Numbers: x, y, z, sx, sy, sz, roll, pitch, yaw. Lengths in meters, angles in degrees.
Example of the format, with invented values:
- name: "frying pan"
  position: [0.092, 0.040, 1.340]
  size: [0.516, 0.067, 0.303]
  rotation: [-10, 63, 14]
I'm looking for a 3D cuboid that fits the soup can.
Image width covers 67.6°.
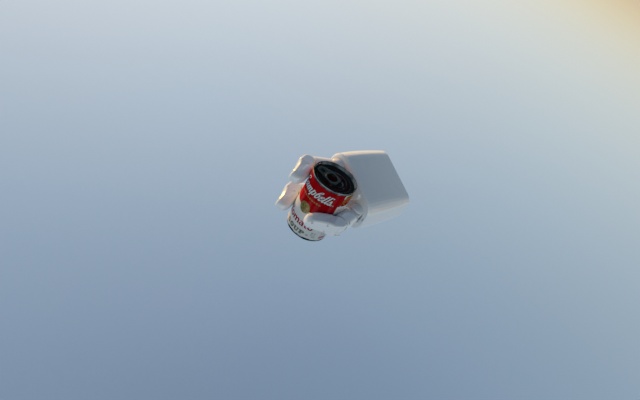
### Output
- name: "soup can"
  position: [0.000, 0.003, 0.693]
  size: [0.068, 0.068, 0.102]
  rotation: [0, -43, -35]
